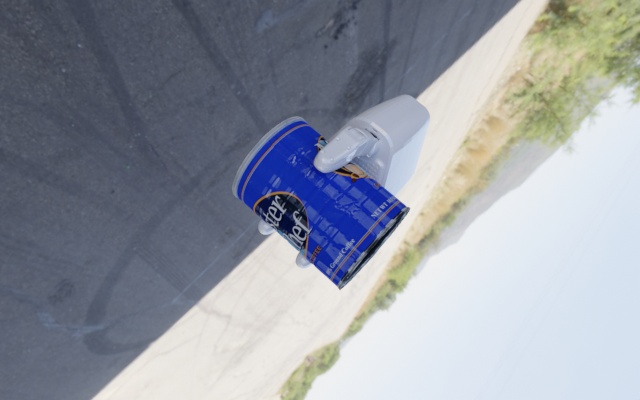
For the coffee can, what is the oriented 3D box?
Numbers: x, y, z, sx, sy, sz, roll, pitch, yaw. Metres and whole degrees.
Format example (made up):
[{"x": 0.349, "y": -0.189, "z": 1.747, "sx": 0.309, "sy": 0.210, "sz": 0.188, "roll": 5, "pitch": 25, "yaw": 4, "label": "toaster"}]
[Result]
[{"x": 0.000, "y": 0.001, "z": 0.463, "sx": 0.140, "sy": 0.103, "sz": 0.103, "roll": 41, "pitch": 10, "yaw": 12, "label": "coffee can"}]
